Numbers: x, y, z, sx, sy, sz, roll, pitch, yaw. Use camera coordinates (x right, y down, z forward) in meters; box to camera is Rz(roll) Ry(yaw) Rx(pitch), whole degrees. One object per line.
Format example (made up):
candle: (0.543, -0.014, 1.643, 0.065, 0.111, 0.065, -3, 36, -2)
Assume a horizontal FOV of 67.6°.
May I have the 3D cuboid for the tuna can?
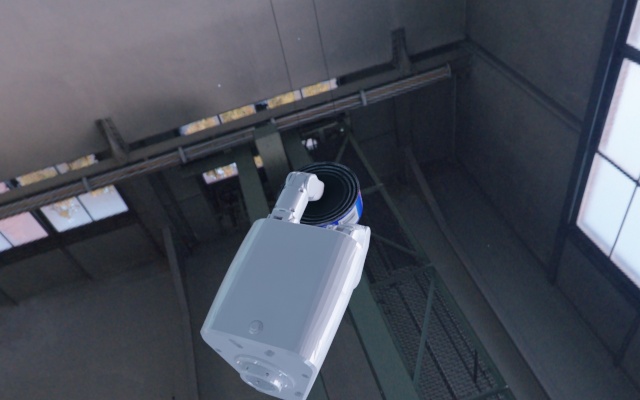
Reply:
tuna can: (0.000, 0.002, 0.495, 0.086, 0.086, 0.034, 0, -40, 15)
